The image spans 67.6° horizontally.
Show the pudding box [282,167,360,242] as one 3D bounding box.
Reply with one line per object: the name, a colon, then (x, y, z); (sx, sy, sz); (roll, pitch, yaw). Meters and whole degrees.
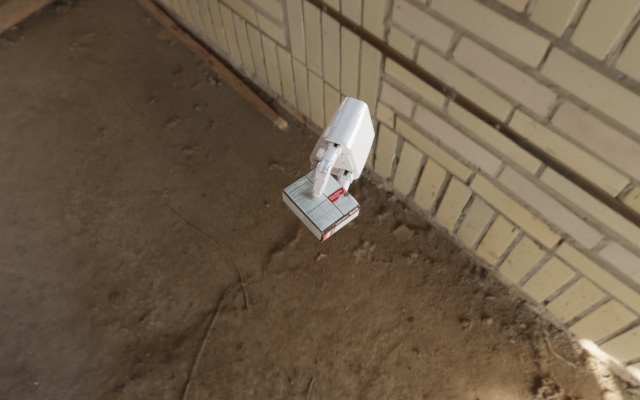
pudding box: (0.000, 0.003, 0.833); (0.090, 0.113, 0.039); (-36, -24, -19)
